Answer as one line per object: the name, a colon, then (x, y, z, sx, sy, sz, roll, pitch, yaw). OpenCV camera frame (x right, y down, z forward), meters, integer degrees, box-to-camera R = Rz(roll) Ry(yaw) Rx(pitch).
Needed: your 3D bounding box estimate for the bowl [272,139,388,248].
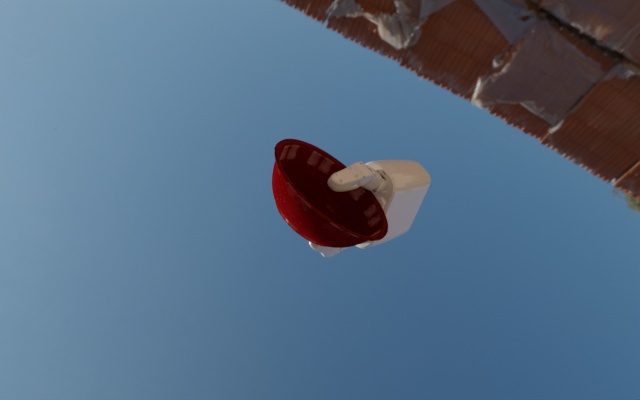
bowl: (-0.001, 0.002, 0.555, 0.055, 0.162, 0.162, -49, -25, 24)
